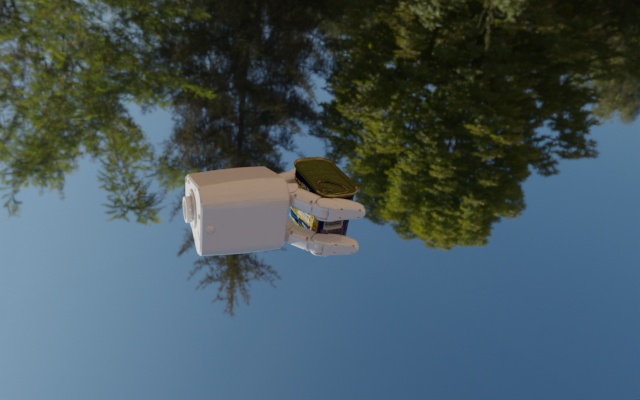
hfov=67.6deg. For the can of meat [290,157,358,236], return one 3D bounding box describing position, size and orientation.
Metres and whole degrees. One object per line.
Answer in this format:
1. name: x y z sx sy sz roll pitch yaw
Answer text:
1. can of meat: 0.000 0.002 0.636 0.057 0.084 0.102 -7 34 -27
